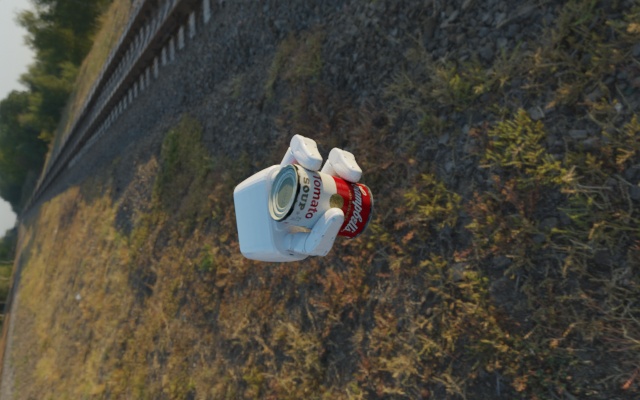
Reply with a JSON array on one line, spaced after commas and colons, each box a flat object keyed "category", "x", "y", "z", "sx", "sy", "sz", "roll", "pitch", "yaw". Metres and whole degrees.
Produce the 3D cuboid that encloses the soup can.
[{"category": "soup can", "x": 0.000, "y": 0.002, "z": 0.548, "sx": 0.102, "sy": 0.068, "sz": 0.068, "roll": 15, "pitch": -8, "yaw": -30}]
